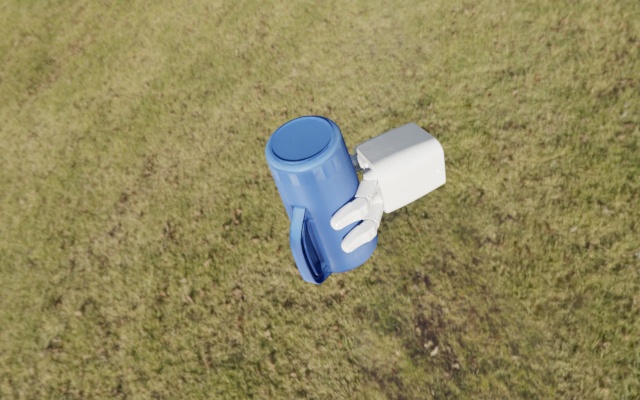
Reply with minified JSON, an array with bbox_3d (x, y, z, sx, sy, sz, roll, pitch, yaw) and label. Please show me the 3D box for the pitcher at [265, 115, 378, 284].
[{"bbox_3d":[0.000,0.002,0.718,0.145,0.149,0.243,-25,-42,-3],"label":"pitcher"}]
